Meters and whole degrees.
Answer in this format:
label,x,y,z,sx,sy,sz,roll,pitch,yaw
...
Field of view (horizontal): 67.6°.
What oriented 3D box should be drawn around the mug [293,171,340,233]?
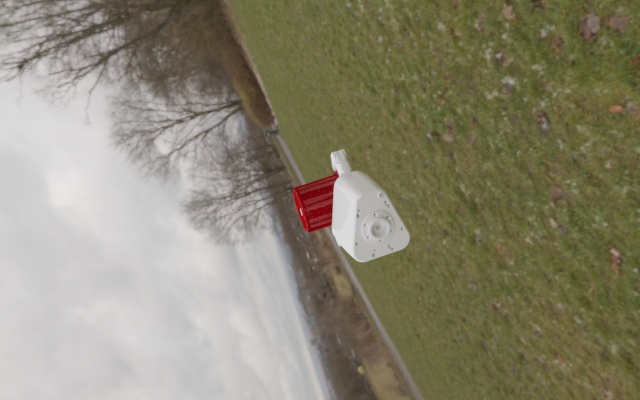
label,x,y,z,sx,sy,sz,roll,pitch,yaw
mug,0.000,0.002,0.830,0.081,0.093,0.117,-18,17,-9
